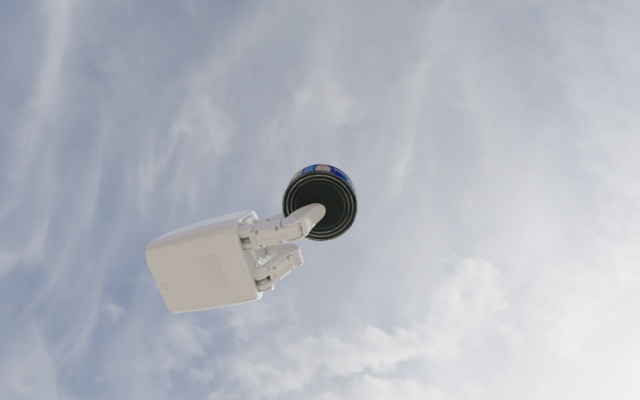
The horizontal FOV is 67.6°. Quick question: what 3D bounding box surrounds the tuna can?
[{"bbox_3d":[0.000,0.002,0.555,0.086,0.086,0.033,0,21,4],"label":"tuna can"}]
